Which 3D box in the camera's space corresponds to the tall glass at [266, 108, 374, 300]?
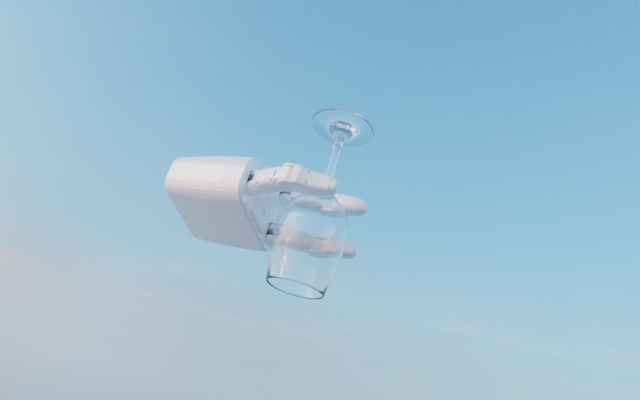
[{"bbox_3d":[0.000,0.001,0.519,0.079,0.201,0.079,13,-25,6],"label":"tall glass"}]
